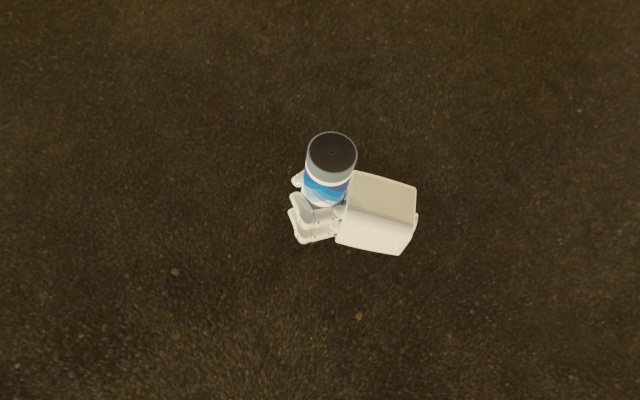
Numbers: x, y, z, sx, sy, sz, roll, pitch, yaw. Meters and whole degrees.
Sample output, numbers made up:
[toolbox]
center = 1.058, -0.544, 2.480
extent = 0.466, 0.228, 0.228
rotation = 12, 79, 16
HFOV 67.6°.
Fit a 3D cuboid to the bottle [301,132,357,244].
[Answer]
[bottle]
center = 0.000, 0.002, 0.759
extent = 0.069, 0.069, 0.296
rotation = 0, -27, -7
